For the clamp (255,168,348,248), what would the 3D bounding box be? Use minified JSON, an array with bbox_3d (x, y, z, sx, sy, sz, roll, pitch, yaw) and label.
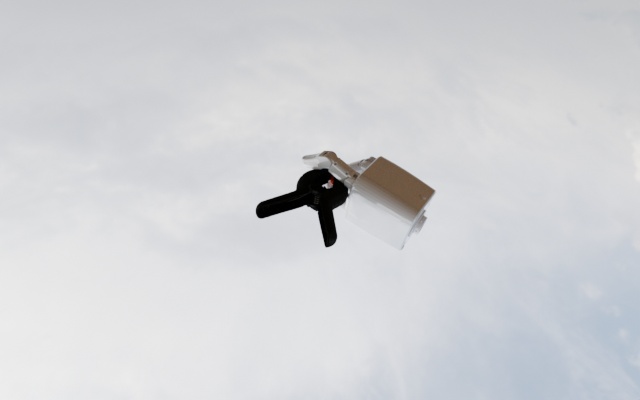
[{"bbox_3d":[0.000,0.003,0.699,0.120,0.039,0.171,33,44,15],"label":"clamp"}]
